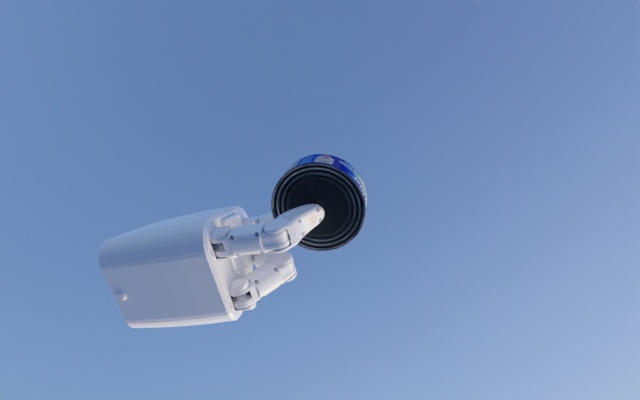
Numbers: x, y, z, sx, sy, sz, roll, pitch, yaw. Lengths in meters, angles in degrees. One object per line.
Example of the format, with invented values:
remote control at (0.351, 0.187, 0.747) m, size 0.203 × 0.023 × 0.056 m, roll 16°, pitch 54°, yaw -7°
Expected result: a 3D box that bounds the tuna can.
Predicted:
tuna can at (0.000, 0.001, 0.441) m, size 0.086 × 0.086 × 0.033 m, roll 0°, pitch 23°, yaw 10°
